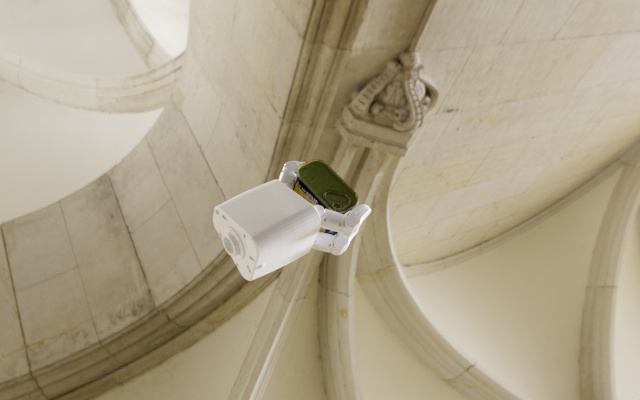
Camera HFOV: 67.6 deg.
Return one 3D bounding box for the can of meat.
[{"bbox_3d":[0.000,0.003,0.732,0.057,0.102,0.084,-28,-25,-36],"label":"can of meat"}]
